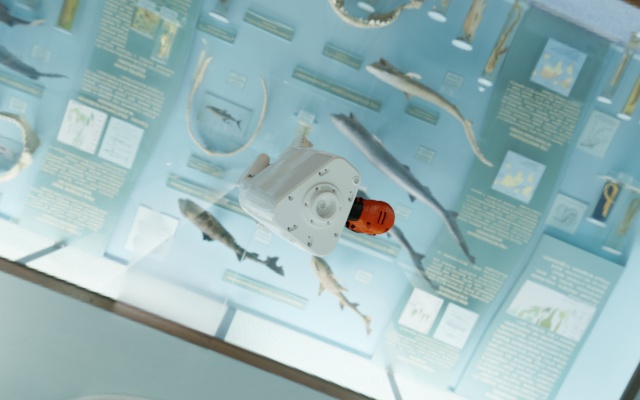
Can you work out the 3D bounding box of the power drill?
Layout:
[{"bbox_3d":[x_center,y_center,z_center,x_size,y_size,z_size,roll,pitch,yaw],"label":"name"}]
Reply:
[{"bbox_3d":[0.000,0.002,0.701,0.187,0.057,0.184,16,-5,-11],"label":"power drill"}]
